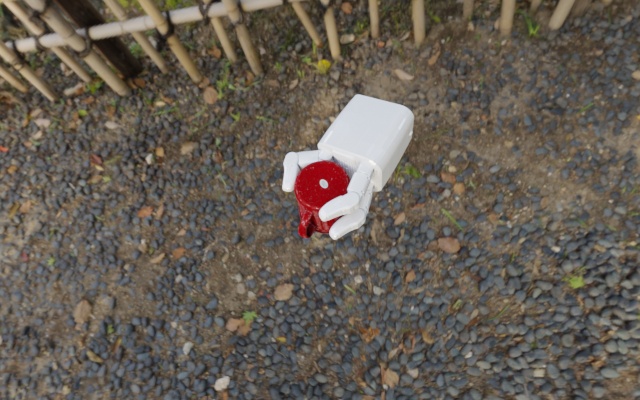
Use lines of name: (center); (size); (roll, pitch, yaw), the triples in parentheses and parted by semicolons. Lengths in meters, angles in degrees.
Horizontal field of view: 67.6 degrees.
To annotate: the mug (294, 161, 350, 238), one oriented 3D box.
mug: (-0.001, 0.003, 0.712); (0.093, 0.117, 0.081); (28, -18, 18)
